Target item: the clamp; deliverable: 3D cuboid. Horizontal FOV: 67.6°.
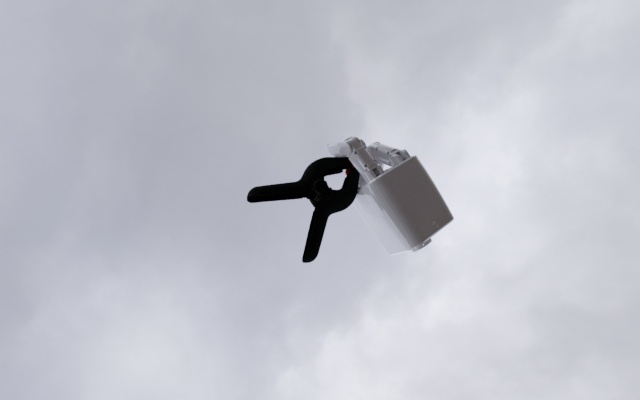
[{"bbox_3d":[0.000,0.002,0.643,0.171,0.120,0.039,-31,-3,-27],"label":"clamp"}]
